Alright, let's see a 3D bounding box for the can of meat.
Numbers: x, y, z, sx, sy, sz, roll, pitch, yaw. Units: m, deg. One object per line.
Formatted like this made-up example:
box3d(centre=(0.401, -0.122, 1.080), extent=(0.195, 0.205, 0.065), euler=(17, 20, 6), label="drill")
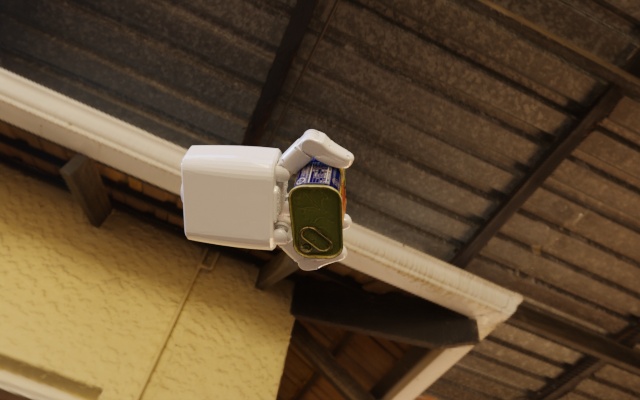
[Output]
box3d(centre=(0.000, 0.002, 0.550), extent=(0.057, 0.102, 0.084), euler=(1, 37, 7), label="can of meat")
